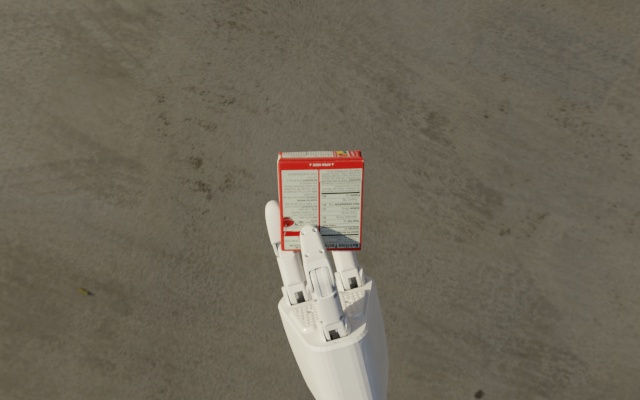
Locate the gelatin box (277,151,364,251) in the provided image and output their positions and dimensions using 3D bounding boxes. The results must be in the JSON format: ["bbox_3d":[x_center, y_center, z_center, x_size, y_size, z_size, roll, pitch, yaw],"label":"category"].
[{"bbox_3d":[0.000,0.001,0.425,0.073,0.089,0.030,-1,23,-2],"label":"gelatin box"}]
